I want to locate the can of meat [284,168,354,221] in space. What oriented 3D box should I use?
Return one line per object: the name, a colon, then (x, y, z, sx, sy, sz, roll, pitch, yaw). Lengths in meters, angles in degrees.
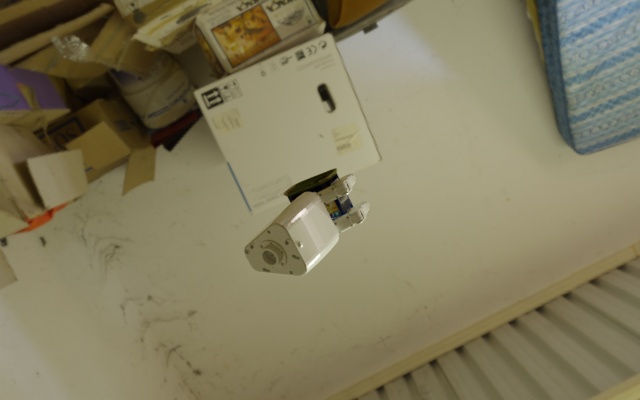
can of meat: (0.000, 0.003, 0.827, 0.102, 0.084, 0.057, -20, 14, 32)
